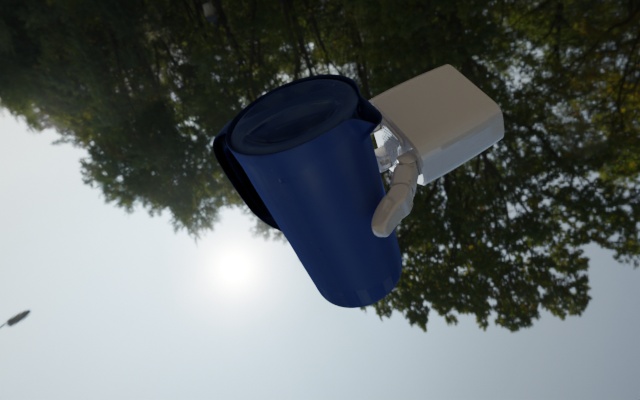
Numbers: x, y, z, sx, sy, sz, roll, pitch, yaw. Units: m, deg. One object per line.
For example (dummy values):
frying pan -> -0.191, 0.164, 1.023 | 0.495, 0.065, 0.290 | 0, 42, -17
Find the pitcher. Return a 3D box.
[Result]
pitcher -> 0.000, 0.002, 0.513 | 0.145, 0.243, 0.149 | -30, 37, -9
